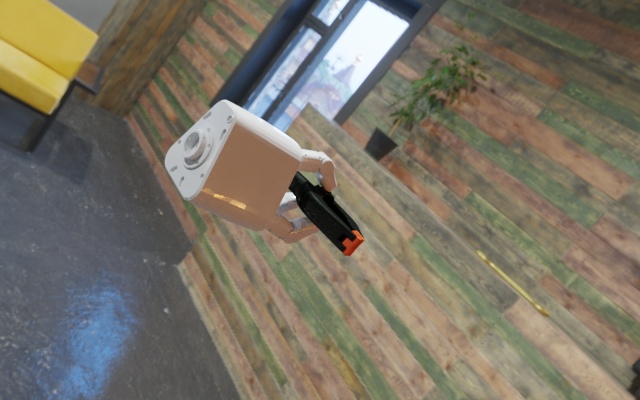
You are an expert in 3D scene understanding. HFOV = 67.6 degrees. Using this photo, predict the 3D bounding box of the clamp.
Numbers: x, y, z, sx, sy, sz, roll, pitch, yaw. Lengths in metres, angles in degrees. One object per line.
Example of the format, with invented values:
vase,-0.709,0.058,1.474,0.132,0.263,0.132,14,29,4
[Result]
clamp,0.001,0.002,0.631,0.165,0.036,0.210,30,14,-48
